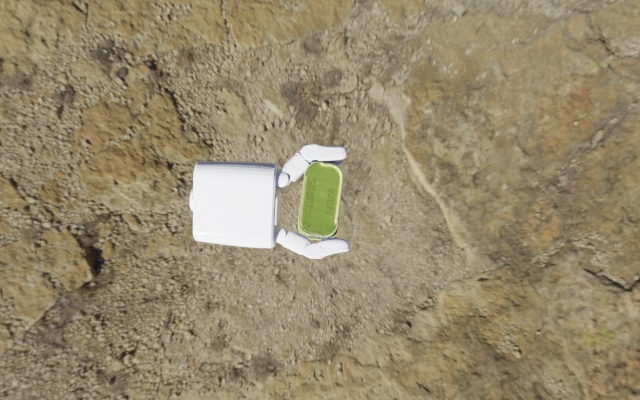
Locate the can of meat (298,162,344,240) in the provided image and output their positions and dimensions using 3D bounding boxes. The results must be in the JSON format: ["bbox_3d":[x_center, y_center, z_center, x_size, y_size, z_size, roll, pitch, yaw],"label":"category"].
[{"bbox_3d":[0.000,0.002,0.646,0.057,0.102,0.084,7,-5,1],"label":"can of meat"}]
